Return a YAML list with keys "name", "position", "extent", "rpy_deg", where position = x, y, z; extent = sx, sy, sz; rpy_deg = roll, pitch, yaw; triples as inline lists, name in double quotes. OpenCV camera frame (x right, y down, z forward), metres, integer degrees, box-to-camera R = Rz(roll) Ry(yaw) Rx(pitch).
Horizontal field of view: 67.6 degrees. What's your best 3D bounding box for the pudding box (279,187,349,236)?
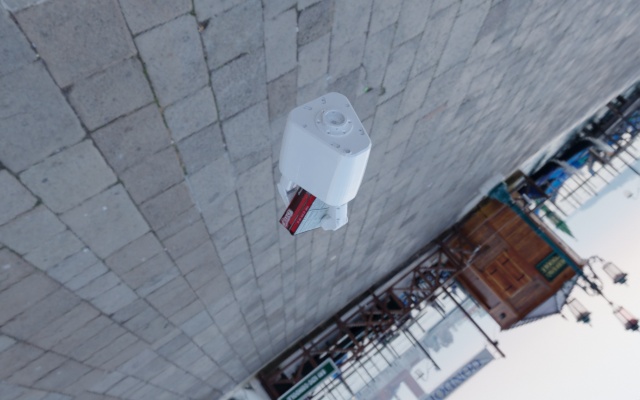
- name: "pudding box"
  position: [0.000, 0.002, 0.737]
  extent: [0.113, 0.090, 0.039]
  rpy_deg: [-11, 52, -51]
